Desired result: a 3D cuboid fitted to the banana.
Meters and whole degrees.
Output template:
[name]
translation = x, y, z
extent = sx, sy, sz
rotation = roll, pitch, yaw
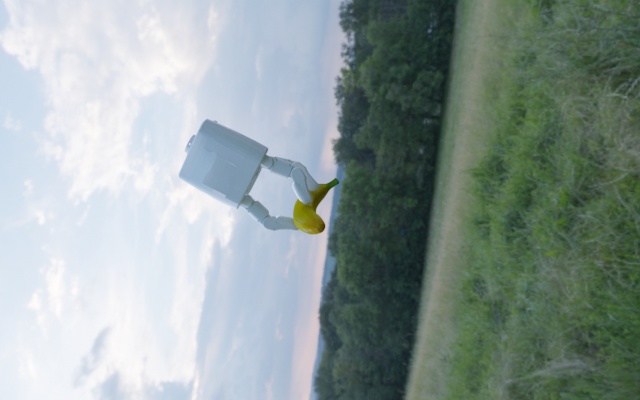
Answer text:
[banana]
translation = -0.014, 0.011, 0.772
extent = 0.069, 0.037, 0.197
rotation = -34, 16, 20
